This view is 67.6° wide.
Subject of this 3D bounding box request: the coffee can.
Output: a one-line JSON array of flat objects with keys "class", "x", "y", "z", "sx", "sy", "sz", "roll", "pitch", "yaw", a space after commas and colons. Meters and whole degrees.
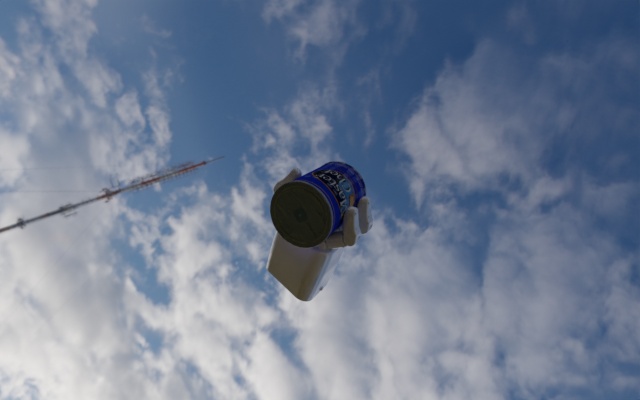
[{"class": "coffee can", "x": 0.000, "y": 0.002, "z": 0.754, "sx": 0.103, "sy": 0.103, "sz": 0.140, "roll": 0, "pitch": 16, "yaw": 27}]
